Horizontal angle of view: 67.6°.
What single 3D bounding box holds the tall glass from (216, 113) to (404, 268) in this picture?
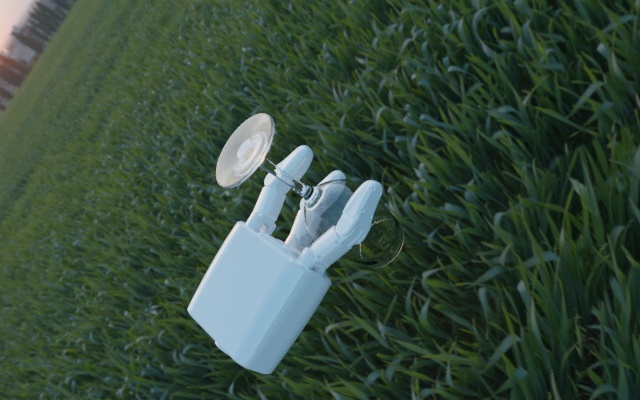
[{"bbox_3d":[0.000,0.001,0.468,0.201,0.079,0.079,34,-22,-36],"label":"tall glass"}]
